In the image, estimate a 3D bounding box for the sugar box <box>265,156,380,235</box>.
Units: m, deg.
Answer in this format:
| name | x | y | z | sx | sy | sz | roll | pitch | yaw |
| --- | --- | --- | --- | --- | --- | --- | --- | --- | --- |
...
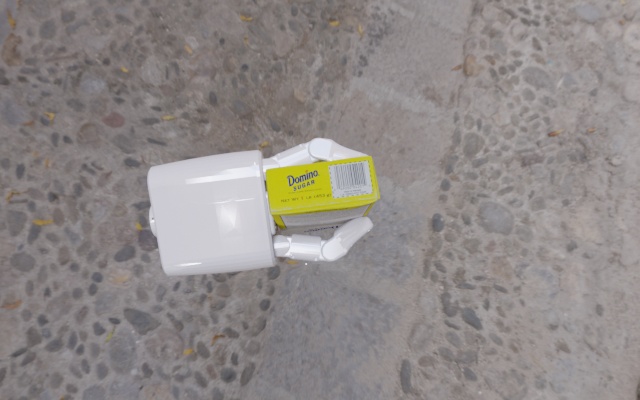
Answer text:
| name | x | y | z | sx | sy | sz | roll | pitch | yaw |
| --- | --- | --- | --- | --- | --- | --- | --- | --- | --- |
| sugar box | 0.000 | 0.001 | 0.478 | 0.093 | 0.048 | 0.176 | -7 | -7 | -3 |
